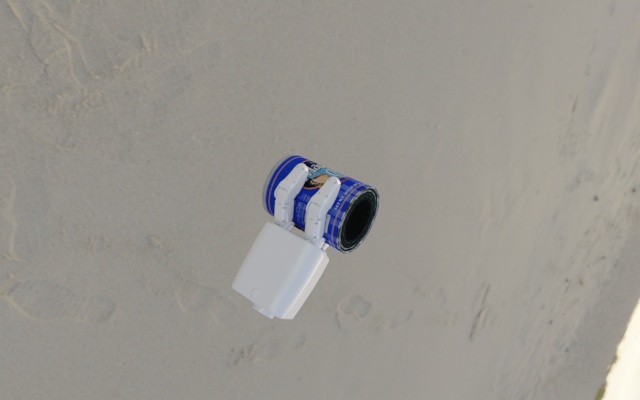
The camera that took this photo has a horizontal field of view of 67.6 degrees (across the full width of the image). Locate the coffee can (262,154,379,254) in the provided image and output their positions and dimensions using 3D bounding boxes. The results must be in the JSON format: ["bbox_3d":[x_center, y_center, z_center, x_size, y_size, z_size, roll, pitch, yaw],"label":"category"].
[{"bbox_3d":[0.000,0.002,0.701,0.140,0.103,0.103,25,13,29],"label":"coffee can"}]
